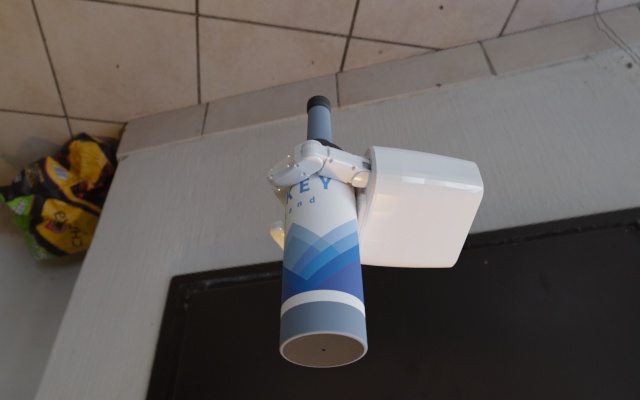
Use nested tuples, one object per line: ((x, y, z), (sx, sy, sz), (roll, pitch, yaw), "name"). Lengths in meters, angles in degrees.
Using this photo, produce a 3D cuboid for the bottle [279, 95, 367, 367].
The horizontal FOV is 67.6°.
((0.000, 0.002, 0.454), (0.069, 0.295, 0.069), (-1, -40, -1), "bottle")
